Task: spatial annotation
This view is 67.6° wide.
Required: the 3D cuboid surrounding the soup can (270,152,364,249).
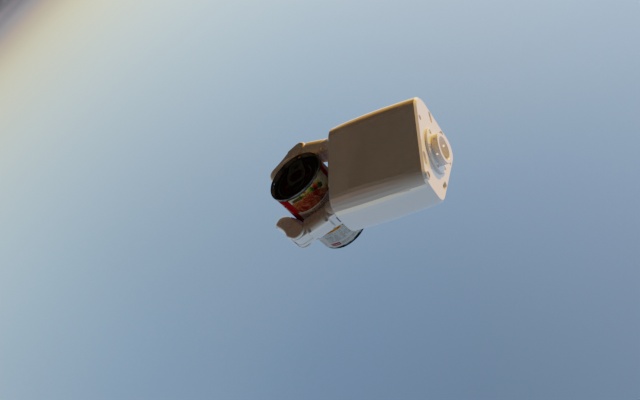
[{"bbox_3d":[0.000,0.002,0.555,0.068,0.068,0.102,0,-36,45],"label":"soup can"}]
